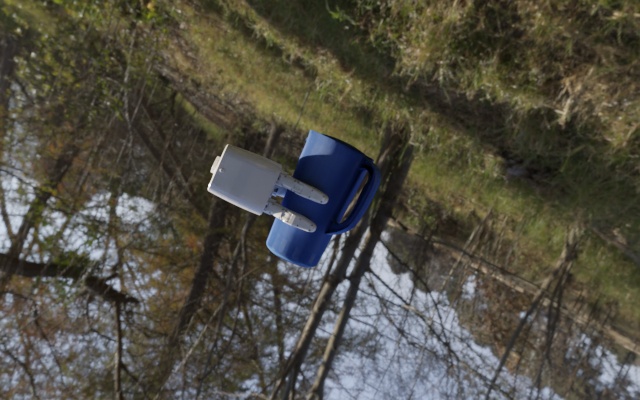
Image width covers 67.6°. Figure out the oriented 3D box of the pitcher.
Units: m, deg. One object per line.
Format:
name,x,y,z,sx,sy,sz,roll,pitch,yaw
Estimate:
pitcher,0.000,0.003,0.899,0.145,0.243,0.149,24,5,-10
